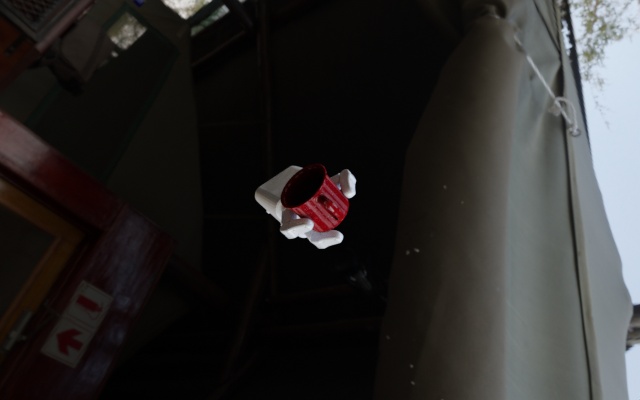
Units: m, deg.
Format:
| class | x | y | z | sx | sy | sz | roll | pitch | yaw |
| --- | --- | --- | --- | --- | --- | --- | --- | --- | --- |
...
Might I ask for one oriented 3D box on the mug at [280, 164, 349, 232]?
| class | x | y | z | sx | sy | sz | roll | pitch | yaw |
| --- | --- | --- | --- | --- | --- | --- | --- | --- | --- |
| mug | 0.001 | 0.003 | 0.790 | 0.081 | 0.093 | 0.117 | 46 | -12 | -34 |
